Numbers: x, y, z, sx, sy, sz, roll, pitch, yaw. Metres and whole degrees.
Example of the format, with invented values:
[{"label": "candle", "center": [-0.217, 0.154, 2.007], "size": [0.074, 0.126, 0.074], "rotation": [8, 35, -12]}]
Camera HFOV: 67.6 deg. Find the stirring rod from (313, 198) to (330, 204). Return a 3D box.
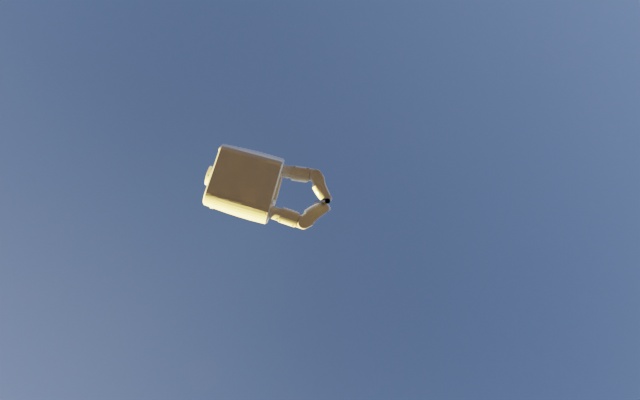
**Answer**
[{"label": "stirring rod", "center": [0.000, 0.003, 0.823], "size": [0.011, 0.011, 0.239], "rotation": [0, -1, -5]}]
